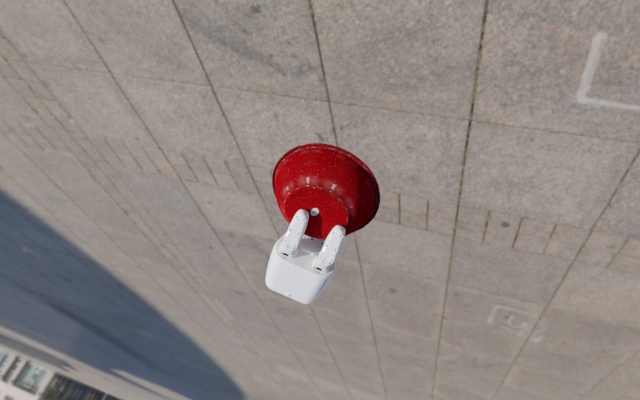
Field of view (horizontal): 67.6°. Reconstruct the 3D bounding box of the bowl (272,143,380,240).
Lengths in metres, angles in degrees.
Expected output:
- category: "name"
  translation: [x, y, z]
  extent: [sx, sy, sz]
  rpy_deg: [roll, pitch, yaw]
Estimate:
- category: "bowl"
  translation: [0.000, 0.001, 0.671]
  extent: [0.162, 0.162, 0.055]
  rpy_deg: [0, 36, 18]
